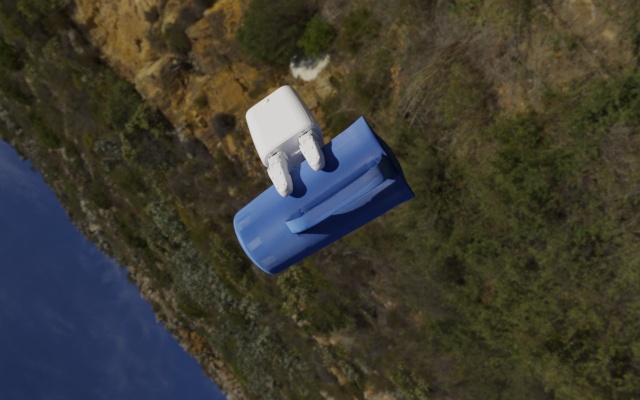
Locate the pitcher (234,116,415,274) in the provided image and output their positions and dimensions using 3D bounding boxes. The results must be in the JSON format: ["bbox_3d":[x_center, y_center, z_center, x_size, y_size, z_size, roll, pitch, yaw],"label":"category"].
[{"bbox_3d":[0.000,0.002,0.669,0.243,0.145,0.149,-34,-37,10],"label":"pitcher"}]
